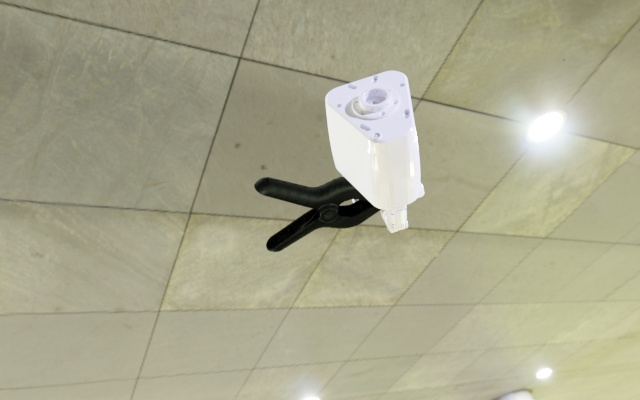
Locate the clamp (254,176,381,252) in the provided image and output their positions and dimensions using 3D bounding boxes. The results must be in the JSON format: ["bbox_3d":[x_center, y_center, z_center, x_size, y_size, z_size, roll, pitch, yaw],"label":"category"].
[{"bbox_3d":[0.000,0.002,0.597,0.171,0.039,0.120,-18,-40,-2],"label":"clamp"}]
